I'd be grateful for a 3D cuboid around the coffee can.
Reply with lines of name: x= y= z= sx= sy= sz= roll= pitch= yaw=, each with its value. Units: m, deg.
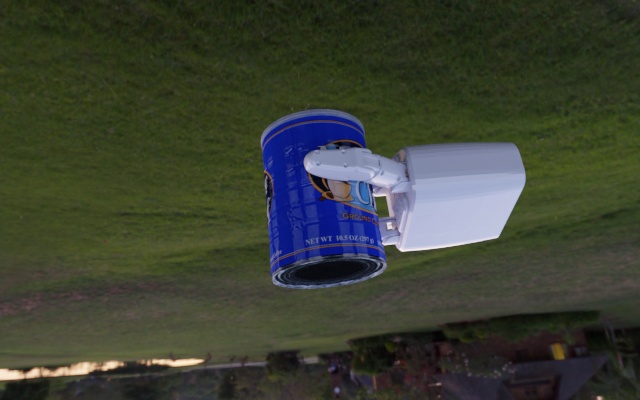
coffee can: x=0.000 y=0.001 z=0.446 sx=0.103 sy=0.140 sz=0.103 roll=-6 pitch=-22 yaw=-2
